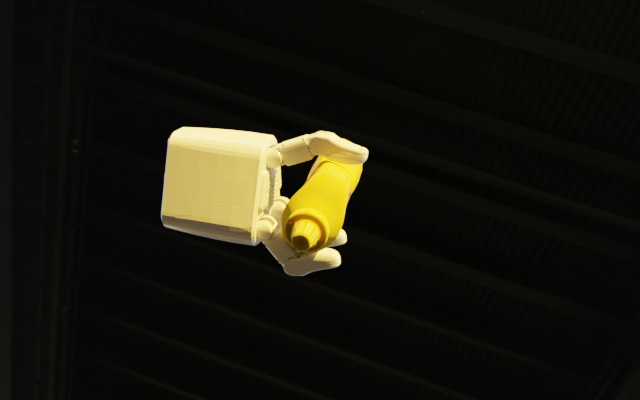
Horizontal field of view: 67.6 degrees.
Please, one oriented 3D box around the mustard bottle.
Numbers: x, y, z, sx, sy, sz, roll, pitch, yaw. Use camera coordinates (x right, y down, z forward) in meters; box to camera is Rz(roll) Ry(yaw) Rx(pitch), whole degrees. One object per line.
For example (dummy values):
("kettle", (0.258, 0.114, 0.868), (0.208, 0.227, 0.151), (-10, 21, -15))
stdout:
("mustard bottle", (0.000, 0.002, 0.504), (0.058, 0.096, 0.191), (31, 24, -1))
